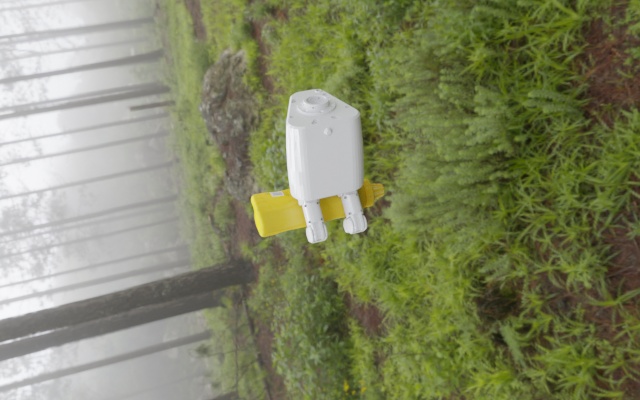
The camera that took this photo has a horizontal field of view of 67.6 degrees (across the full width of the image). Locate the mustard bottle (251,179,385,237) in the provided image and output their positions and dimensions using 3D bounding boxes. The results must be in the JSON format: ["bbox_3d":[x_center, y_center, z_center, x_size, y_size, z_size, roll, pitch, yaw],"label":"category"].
[{"bbox_3d":[0.000,0.003,0.689,0.191,0.058,0.096,-12,13,-11],"label":"mustard bottle"}]
